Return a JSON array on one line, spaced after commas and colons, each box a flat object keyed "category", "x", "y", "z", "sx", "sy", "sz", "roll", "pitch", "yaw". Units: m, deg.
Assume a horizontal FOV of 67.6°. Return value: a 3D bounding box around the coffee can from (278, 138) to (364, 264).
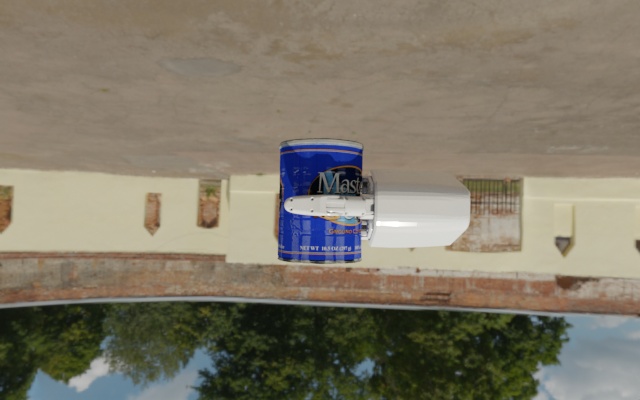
[{"category": "coffee can", "x": 0.000, "y": 0.002, "z": 0.579, "sx": 0.103, "sy": 0.140, "sz": 0.103, "roll": 1, "pitch": -2, "yaw": 0}]
